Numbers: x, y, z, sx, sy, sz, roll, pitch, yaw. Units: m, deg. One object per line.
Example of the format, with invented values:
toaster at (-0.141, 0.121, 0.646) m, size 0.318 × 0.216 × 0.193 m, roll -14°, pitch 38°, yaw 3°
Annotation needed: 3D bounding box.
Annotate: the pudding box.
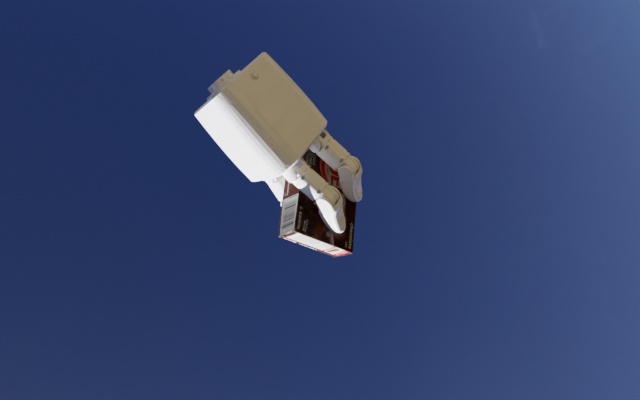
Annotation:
pudding box at (0.000, 0.002, 0.573) m, size 0.090 × 0.113 × 0.039 m, roll 23°, pitch -27°, yaw -34°
